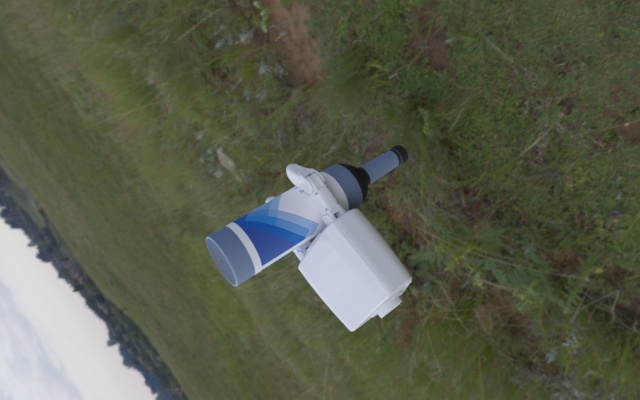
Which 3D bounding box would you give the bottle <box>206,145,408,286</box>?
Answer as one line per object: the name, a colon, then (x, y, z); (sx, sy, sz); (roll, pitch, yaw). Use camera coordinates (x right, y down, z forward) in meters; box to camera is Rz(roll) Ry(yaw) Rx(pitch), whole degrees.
bottle: (0.000, 0.002, 0.609); (0.295, 0.069, 0.069); (-31, 14, -25)
